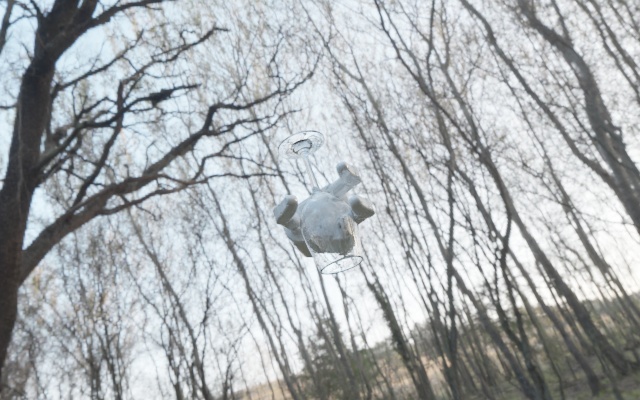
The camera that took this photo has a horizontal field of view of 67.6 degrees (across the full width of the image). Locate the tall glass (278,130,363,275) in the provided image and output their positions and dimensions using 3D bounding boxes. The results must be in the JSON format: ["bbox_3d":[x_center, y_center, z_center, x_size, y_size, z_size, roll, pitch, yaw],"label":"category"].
[{"bbox_3d":[0.000,0.002,0.685,0.079,0.201,0.079,-16,-24,-7],"label":"tall glass"}]
